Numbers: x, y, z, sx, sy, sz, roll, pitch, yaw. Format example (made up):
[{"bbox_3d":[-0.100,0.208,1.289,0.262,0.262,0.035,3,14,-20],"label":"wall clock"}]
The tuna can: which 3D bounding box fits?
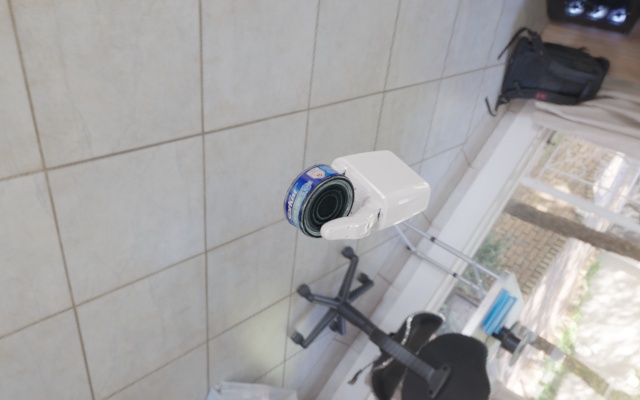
[{"bbox_3d":[0.000,0.002,0.571,0.086,0.086,0.033,0,26,-44],"label":"tuna can"}]
